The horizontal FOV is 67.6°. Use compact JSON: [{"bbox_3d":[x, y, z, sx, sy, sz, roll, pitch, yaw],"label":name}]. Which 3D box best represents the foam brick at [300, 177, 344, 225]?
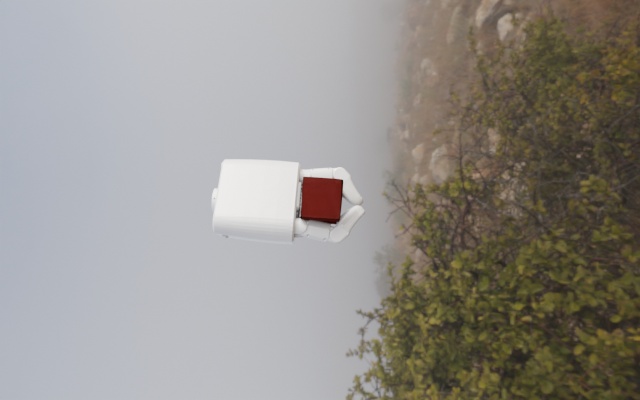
[{"bbox_3d":[0.000,0.002,0.627,0.051,0.053,0.078,5,-8,-2],"label":"foam brick"}]
